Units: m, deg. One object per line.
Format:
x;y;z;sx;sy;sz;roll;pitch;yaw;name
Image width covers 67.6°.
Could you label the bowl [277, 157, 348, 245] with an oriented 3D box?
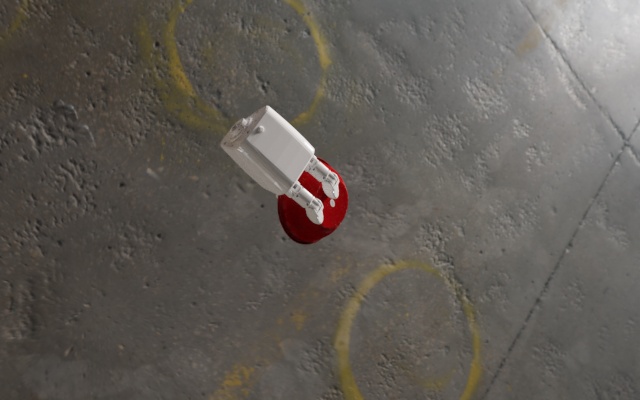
0.001;0.003;0.854;0.055;0.162;0.162;7;5;42;bowl
